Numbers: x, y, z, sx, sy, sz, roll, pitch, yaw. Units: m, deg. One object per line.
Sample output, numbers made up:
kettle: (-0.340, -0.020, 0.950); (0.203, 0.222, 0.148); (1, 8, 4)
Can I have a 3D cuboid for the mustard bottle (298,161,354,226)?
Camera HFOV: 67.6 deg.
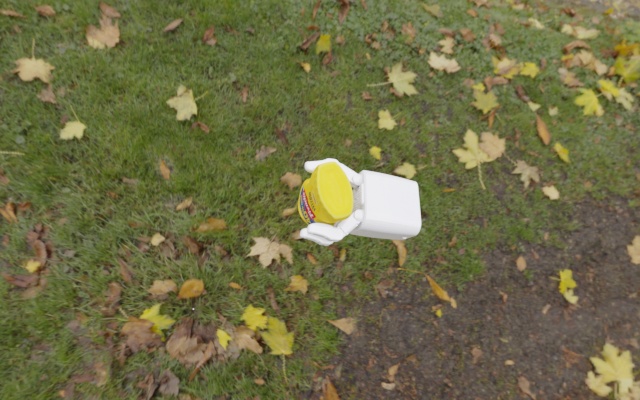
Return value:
mustard bottle: (0.000, 0.003, 0.841); (0.058, 0.096, 0.192); (-16, -8, -17)
